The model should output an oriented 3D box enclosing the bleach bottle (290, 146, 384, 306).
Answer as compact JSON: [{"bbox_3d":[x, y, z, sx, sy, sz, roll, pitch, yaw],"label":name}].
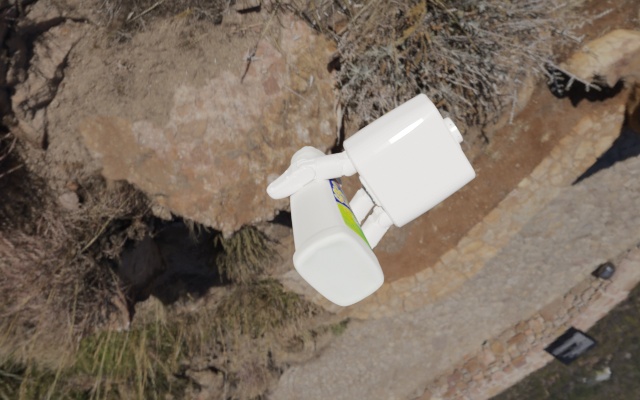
[{"bbox_3d":[0.000,0.002,0.569,0.068,0.103,0.250,-33,35,12],"label":"bleach bottle"}]
